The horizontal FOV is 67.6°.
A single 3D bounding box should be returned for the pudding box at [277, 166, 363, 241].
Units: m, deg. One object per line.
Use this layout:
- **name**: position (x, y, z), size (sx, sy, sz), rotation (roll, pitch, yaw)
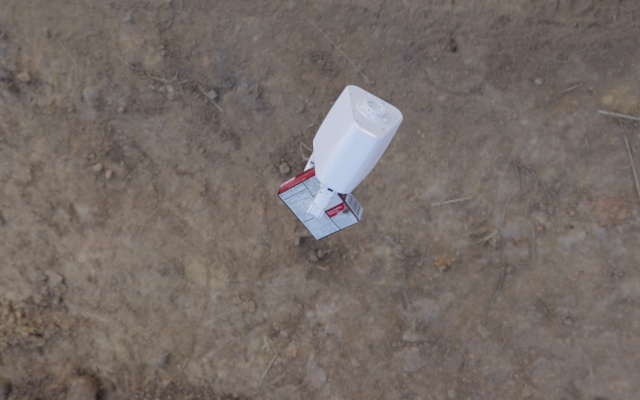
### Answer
- **pudding box**: position (0.000, 0.003, 0.765), size (0.090, 0.113, 0.039), rotation (-26, 25, 29)
